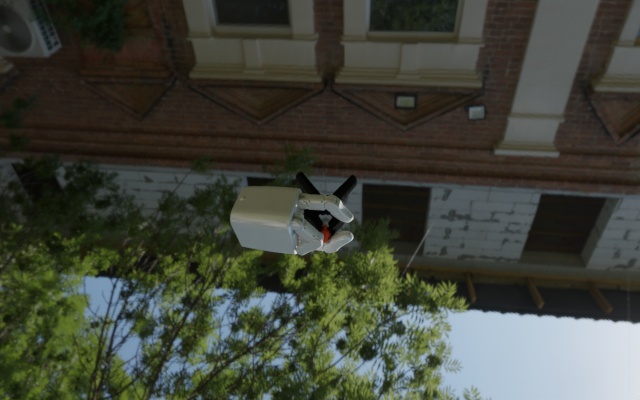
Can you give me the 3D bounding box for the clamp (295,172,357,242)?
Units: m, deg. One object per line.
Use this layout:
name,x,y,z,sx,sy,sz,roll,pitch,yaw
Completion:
clamp,0.000,0.003,0.890,0.120,0.039,0.171,5,41,9
